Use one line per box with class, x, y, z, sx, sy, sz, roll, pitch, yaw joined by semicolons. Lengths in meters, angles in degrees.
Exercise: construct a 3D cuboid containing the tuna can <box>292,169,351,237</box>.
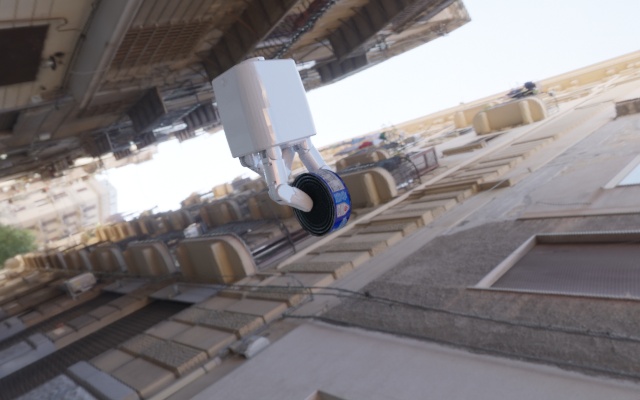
tuna can;0.001;0.002;0.630;0.033;0.086;0.086;-18;12;-39
